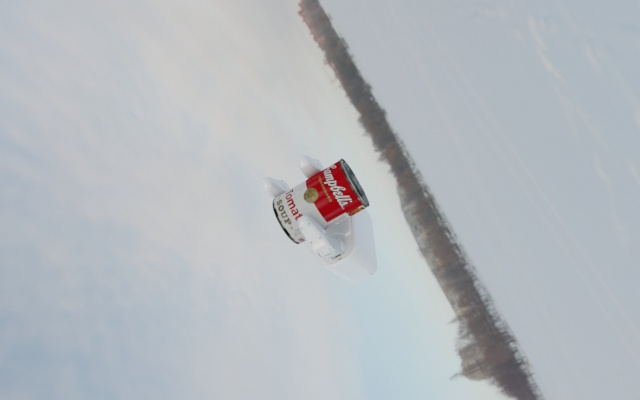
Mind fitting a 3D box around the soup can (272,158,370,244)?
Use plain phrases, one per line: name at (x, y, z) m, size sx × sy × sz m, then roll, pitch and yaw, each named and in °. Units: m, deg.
soup can at (0.000, 0.002, 0.593) m, size 0.102 × 0.068 × 0.068 m, roll -29°, pitch -7°, yaw 12°
